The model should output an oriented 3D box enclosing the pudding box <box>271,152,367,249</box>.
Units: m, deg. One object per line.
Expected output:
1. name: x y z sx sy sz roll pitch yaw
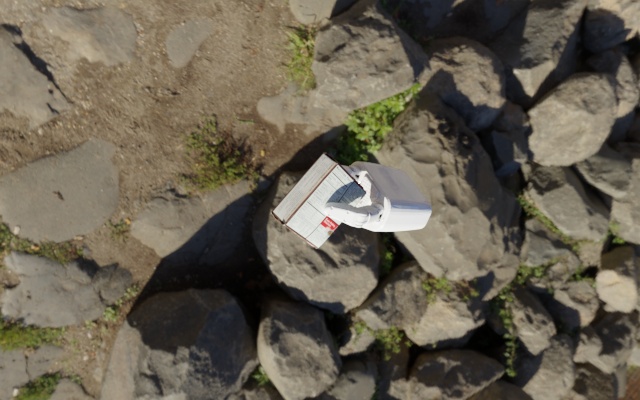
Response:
1. pudding box: 0.000 0.002 0.664 0.039 0.113 0.090 39 -1 43
